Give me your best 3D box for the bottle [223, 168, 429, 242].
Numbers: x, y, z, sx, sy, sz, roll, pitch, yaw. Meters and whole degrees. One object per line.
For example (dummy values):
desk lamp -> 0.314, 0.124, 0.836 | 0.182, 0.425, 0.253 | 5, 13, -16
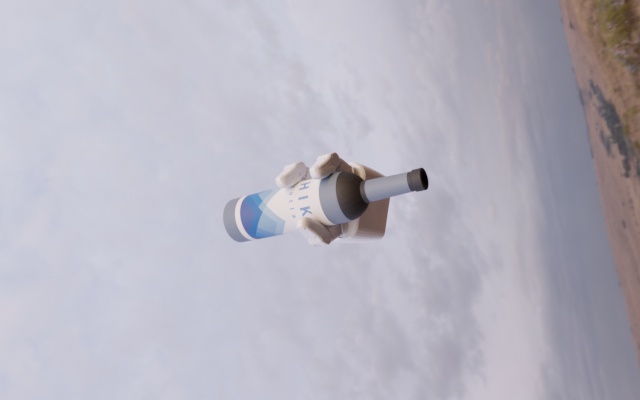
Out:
bottle -> 0.000, 0.002, 0.641 | 0.296, 0.069, 0.069 | -13, -7, 31
